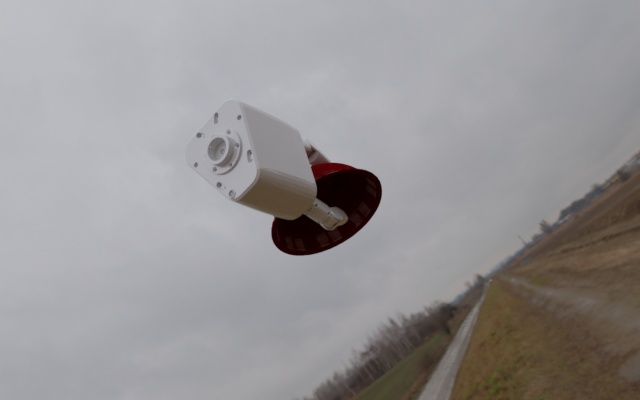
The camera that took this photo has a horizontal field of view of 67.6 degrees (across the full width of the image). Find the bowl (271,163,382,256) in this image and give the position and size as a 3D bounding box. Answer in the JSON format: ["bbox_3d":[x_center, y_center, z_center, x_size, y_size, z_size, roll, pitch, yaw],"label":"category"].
[{"bbox_3d":[0.000,0.002,0.643,0.162,0.162,0.055,0,44,-36],"label":"bowl"}]
